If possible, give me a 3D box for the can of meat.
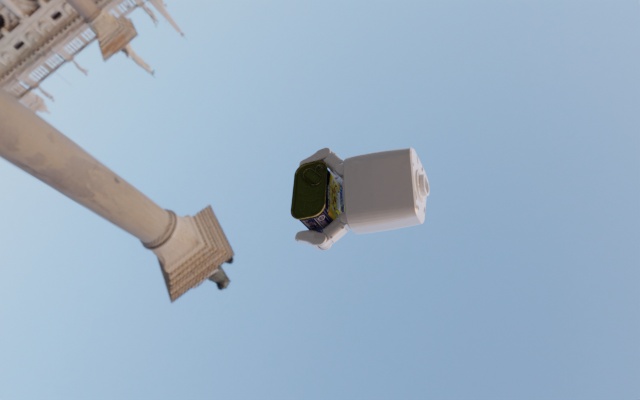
[{"bbox_3d":[0.000,0.003,0.754,0.057,0.102,0.084,-12,-35,23],"label":"can of meat"}]
